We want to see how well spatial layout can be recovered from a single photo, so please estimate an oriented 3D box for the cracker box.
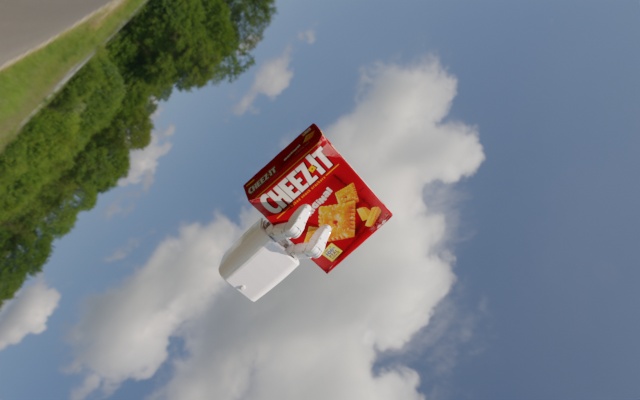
[{"bbox_3d":[0.000,0.003,0.830,0.214,0.164,0.072,46,6,-29],"label":"cracker box"}]
